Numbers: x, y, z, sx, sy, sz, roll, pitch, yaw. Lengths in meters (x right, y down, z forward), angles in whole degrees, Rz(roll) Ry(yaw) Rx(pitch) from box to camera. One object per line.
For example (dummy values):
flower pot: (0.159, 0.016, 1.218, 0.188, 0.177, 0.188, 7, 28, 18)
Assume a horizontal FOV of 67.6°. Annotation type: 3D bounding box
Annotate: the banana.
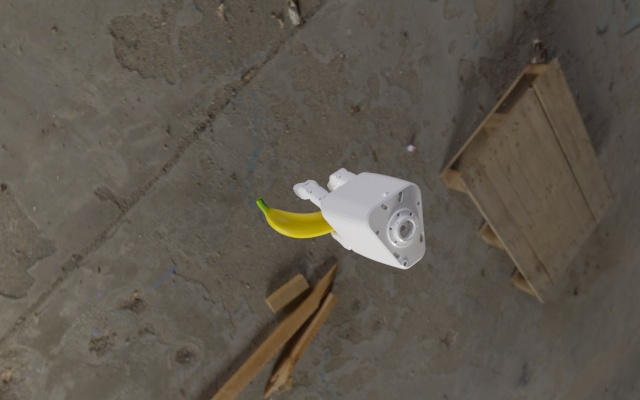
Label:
banana: (-0.002, 0.021, 0.755, 0.198, 0.069, 0.037, -6, 6, -28)
